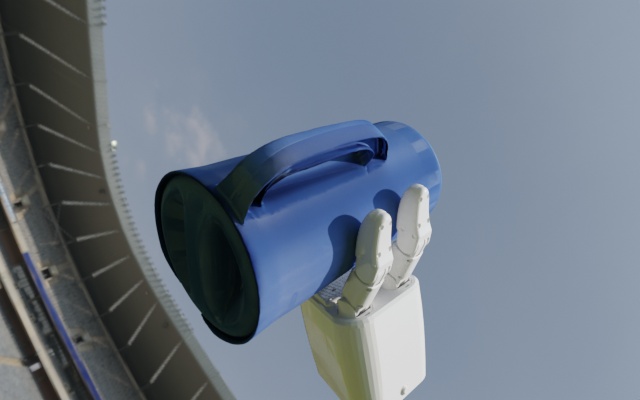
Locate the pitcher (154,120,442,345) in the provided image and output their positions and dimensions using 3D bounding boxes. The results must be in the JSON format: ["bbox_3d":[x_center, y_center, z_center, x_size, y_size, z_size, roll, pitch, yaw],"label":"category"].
[{"bbox_3d":[0.000,0.002,0.405,0.243,0.145,0.149,-24,21,-39],"label":"pitcher"}]
